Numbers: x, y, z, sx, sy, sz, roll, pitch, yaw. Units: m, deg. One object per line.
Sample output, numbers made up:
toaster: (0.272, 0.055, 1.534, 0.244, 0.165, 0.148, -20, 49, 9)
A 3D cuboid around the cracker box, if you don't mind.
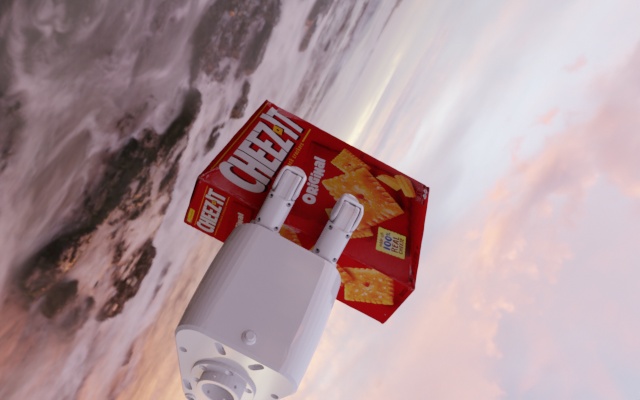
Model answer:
cracker box: (0.000, 0.002, 0.488, 0.214, 0.072, 0.164, 28, 40, -2)
